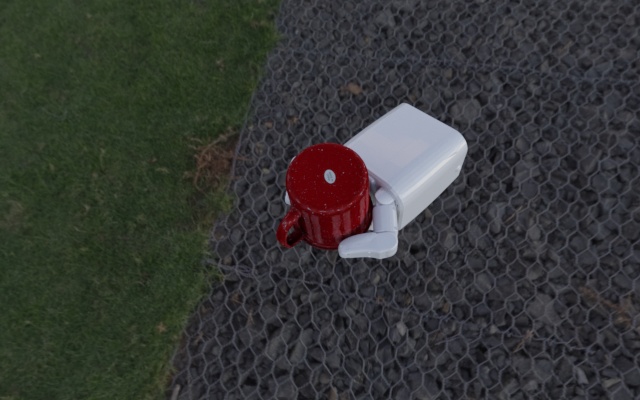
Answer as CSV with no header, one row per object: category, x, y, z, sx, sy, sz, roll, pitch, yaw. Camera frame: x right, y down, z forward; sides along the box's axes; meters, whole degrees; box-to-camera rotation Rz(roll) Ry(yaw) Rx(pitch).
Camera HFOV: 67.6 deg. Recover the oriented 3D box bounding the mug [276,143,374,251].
mug,-0.001,0.002,0.489,0.117,0.093,0.081,-40,-23,-14
